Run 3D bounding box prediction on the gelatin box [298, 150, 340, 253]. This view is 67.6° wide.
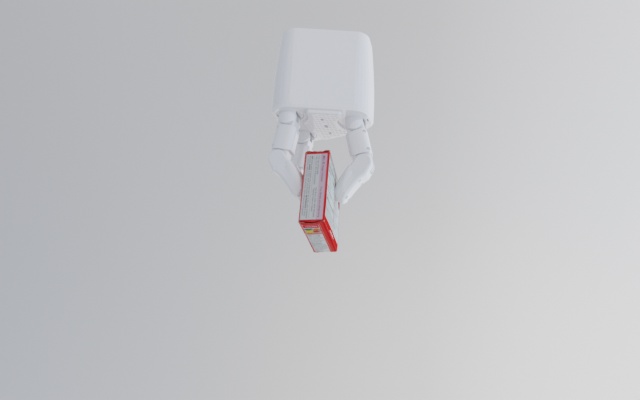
[{"bbox_3d":[0.001,0.002,0.517,0.030,0.089,0.073,-3,-31,11],"label":"gelatin box"}]
